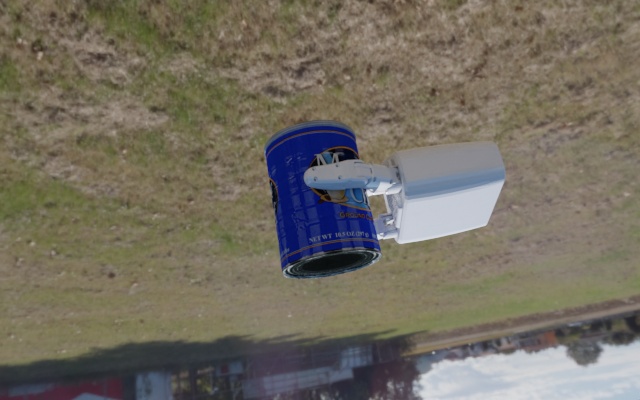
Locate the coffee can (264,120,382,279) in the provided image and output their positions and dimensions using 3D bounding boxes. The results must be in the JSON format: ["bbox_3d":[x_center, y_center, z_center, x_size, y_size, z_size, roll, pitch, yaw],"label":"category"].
[{"bbox_3d":[0.000,0.002,0.505,0.103,0.140,0.103,-9,-20,-3],"label":"coffee can"}]
